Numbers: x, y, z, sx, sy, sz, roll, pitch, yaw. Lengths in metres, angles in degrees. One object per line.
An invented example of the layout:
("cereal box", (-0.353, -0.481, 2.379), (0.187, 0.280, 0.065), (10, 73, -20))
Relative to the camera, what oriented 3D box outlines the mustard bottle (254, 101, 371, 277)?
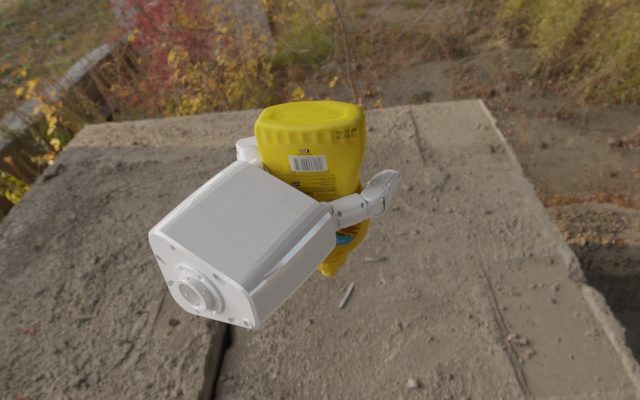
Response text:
("mustard bottle", (0.000, 0.001, 0.465), (0.096, 0.192, 0.058), (0, 36, 11))
